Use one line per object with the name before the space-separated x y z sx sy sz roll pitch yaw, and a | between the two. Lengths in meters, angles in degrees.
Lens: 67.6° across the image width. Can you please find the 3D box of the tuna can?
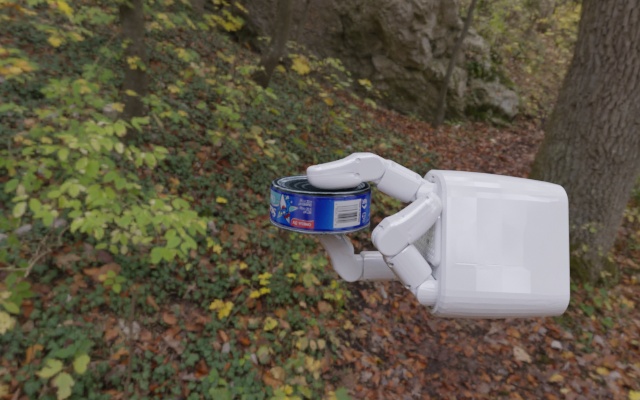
tuna can | 0.000 0.001 0.404 0.086 0.034 0.086 2 13 0
